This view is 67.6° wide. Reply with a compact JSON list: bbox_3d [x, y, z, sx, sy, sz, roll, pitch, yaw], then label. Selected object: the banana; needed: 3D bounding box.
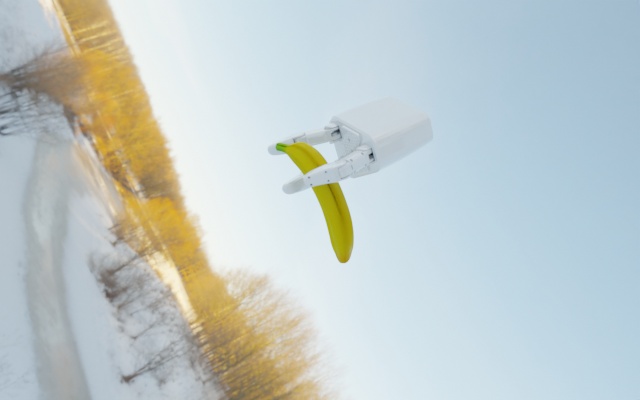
[{"bbox_3d":[0.006,-0.004,0.663,0.037,0.198,0.069,-28,3,-26],"label":"banana"}]
